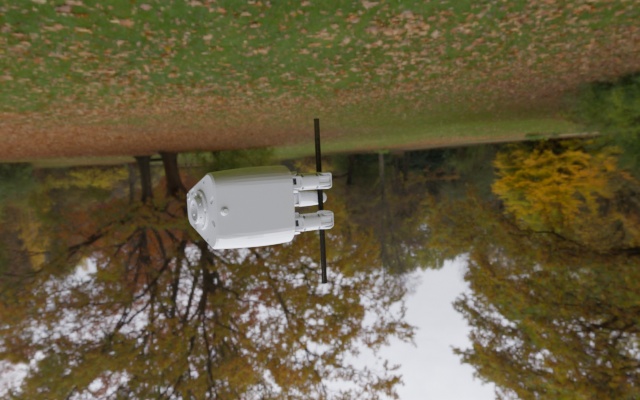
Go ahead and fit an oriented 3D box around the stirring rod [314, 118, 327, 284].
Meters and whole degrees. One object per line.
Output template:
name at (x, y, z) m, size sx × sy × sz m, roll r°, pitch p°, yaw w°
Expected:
stirring rod at (0.000, 0.002, 0.696) m, size 0.011 × 0.239 × 0.011 m, roll -3°, pitch 5°, yaw 0°
